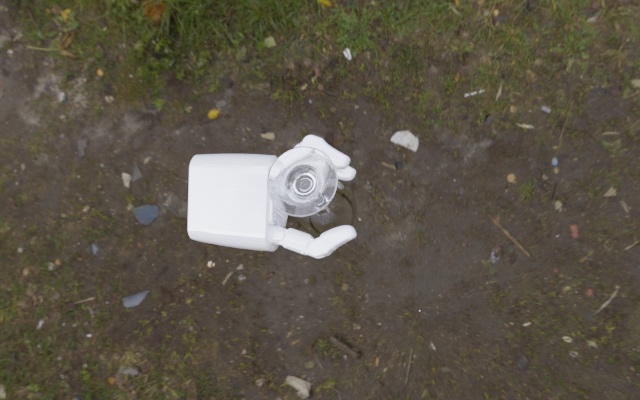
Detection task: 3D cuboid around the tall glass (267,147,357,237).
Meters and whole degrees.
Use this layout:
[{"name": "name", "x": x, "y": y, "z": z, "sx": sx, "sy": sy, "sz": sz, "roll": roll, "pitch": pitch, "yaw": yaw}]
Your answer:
[{"name": "tall glass", "x": 0.000, "y": 0.002, "z": 0.580, "sx": 0.079, "sy": 0.079, "sz": 0.201, "roll": 0, "pitch": -13, "yaw": 12}]
